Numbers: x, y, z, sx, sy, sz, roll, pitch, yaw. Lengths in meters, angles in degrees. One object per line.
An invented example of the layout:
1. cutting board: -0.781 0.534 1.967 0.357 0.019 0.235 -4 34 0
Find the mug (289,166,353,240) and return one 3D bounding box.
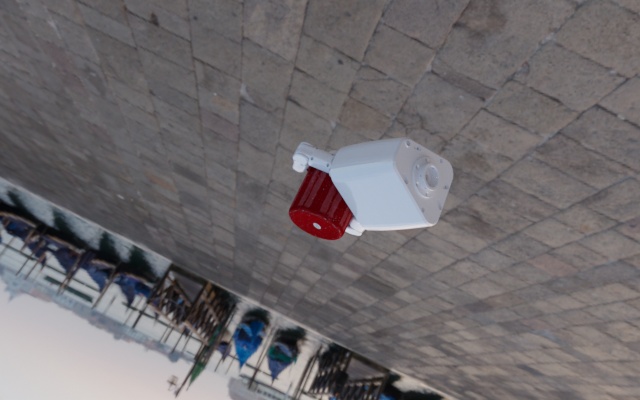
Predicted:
1. mug: -0.001 0.002 0.667 0.093 0.081 0.117 40 -28 -30
